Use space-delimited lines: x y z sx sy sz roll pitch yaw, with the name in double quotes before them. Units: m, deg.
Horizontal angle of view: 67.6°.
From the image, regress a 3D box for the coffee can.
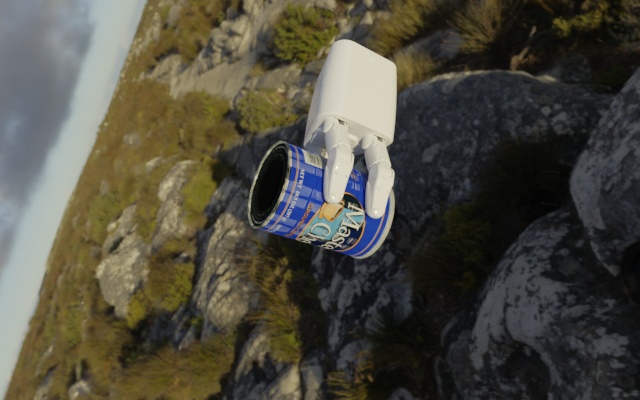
"coffee can" 0.000 0.002 0.559 0.140 0.103 0.103 19 -9 -26
